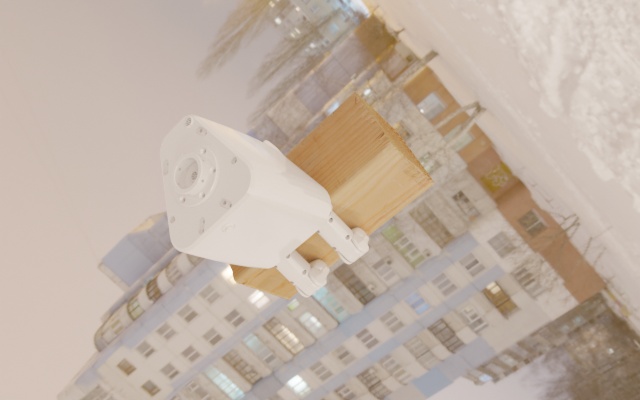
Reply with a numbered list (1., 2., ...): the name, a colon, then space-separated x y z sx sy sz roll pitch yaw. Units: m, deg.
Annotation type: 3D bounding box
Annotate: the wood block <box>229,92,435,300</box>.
1. wood block: 0.000 0.001 0.502 0.206 0.090 0.090 -40 -41 17
